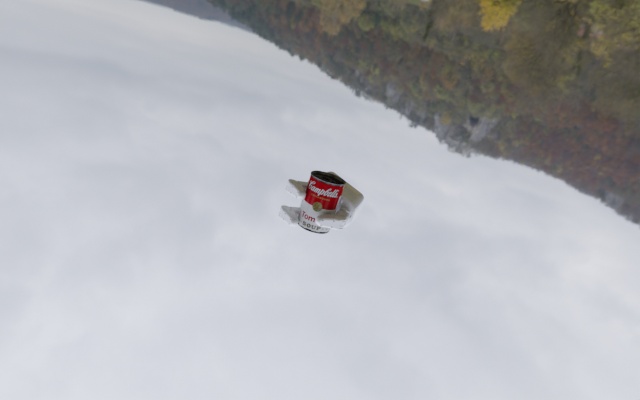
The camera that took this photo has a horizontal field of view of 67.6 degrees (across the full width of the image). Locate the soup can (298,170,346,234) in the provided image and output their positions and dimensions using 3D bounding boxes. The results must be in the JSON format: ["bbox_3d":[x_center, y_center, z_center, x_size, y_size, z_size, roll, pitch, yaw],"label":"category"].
[{"bbox_3d":[0.000,0.003,0.897,0.068,0.102,0.068,16,18,-5],"label":"soup can"}]
